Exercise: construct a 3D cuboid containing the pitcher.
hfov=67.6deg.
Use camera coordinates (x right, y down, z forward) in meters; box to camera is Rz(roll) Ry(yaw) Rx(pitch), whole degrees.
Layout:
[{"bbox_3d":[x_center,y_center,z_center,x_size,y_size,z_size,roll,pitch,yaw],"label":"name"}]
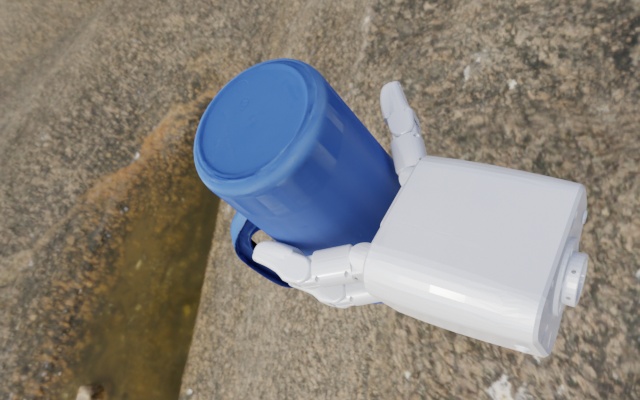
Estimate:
[{"bbox_3d":[0.000,0.001,0.411,0.145,0.149,0.243,14,-17,35],"label":"pitcher"}]
